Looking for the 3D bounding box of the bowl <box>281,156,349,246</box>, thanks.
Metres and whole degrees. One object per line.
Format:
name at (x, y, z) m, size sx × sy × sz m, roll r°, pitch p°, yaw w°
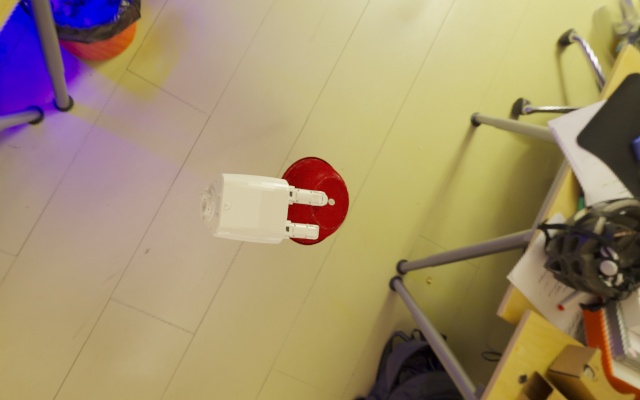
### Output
bowl at (0.001, 0.003, 0.847) m, size 0.162 × 0.162 × 0.055 m, roll 0°, pitch 4°, yaw -43°
